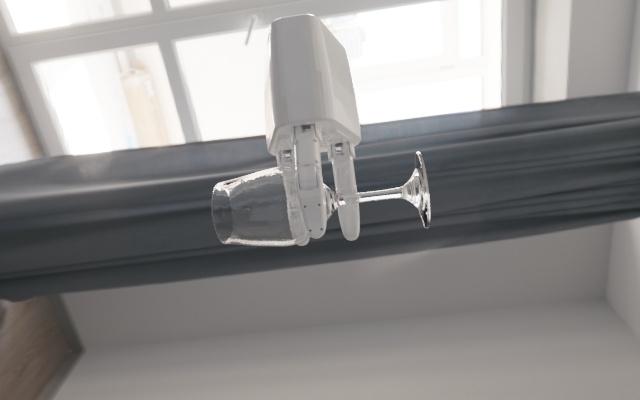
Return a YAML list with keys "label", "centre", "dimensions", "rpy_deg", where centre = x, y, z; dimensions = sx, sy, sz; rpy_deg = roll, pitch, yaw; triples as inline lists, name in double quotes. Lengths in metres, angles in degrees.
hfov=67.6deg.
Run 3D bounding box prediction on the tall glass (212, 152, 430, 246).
- label: "tall glass"
  centre: [0.001, 0.002, 0.467]
  dimensions: [0.201, 0.079, 0.079]
  rpy_deg: [-7, -1, 5]
